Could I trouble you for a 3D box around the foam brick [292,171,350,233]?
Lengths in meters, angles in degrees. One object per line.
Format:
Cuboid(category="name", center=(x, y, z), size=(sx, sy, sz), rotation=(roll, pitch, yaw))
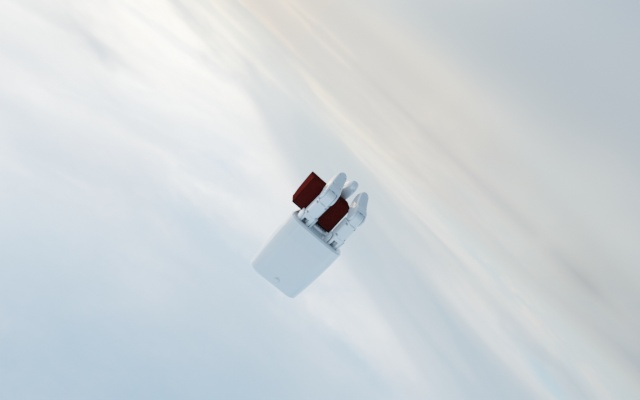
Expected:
Cuboid(category="foam brick", center=(0.000, 0.002, 0.739), size=(0.078, 0.051, 0.053), rotation=(41, 9, -10))
